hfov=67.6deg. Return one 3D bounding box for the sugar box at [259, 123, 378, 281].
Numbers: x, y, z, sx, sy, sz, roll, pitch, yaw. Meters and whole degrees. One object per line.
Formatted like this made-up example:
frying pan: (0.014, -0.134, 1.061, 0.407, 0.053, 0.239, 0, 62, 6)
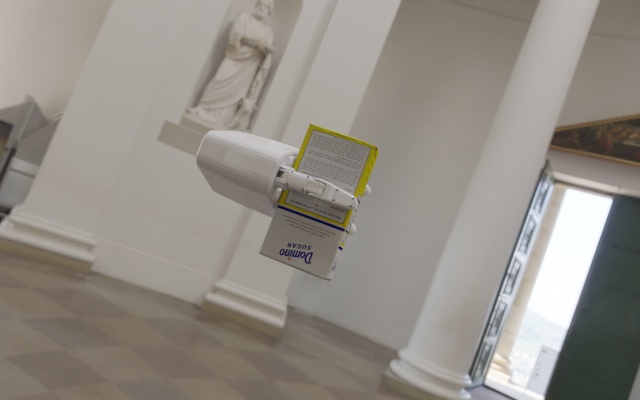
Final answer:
sugar box: (0.000, 0.002, 0.600, 0.093, 0.176, 0.048, 20, -4, 13)
